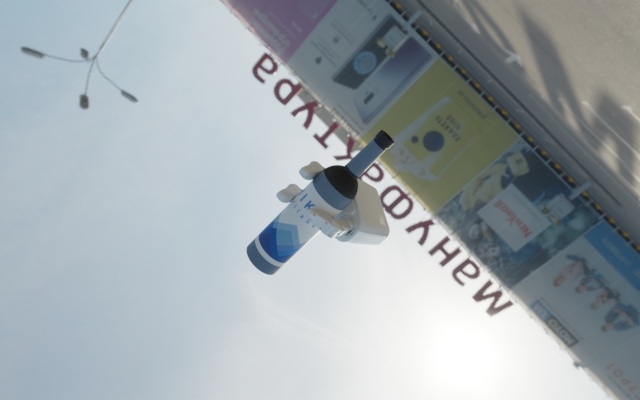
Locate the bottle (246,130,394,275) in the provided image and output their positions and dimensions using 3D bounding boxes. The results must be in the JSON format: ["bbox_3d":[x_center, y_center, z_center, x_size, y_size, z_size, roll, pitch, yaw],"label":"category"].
[{"bbox_3d":[0.000,0.003,0.749,0.296,0.069,0.069,-44,-19,21],"label":"bottle"}]
